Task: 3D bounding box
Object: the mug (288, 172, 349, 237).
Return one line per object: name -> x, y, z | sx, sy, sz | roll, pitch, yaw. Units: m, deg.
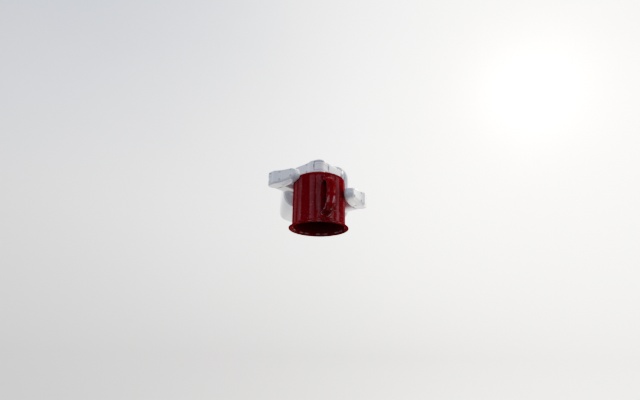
mug -> 0.000, 0.002, 0.729 | 0.093, 0.081, 0.117 | 5, -19, -12
